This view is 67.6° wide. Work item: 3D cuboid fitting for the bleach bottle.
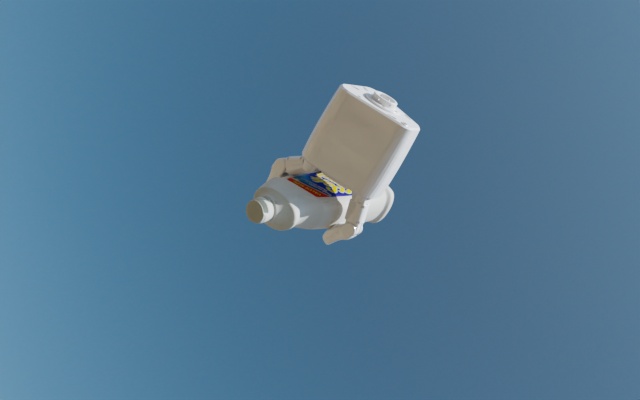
[{"bbox_3d":[0.000,0.002,0.664,0.102,0.068,0.251,40,28,24],"label":"bleach bottle"}]
